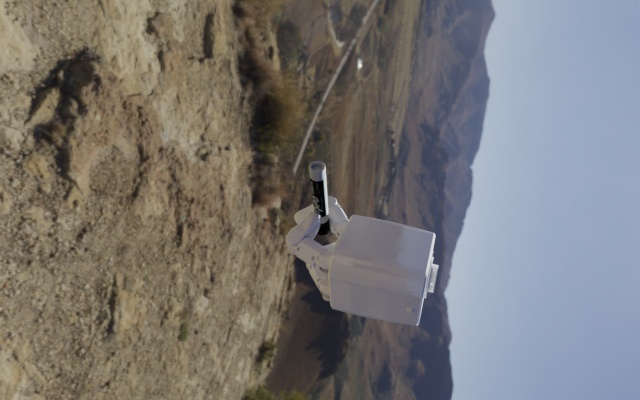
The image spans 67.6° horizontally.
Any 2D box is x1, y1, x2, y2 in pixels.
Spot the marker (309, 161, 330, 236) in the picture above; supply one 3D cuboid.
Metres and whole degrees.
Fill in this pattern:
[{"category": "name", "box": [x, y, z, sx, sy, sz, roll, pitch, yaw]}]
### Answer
[{"category": "marker", "box": [0.000, 0.002, 0.583, 0.020, 0.020, 0.121, 0, -42, 5]}]
